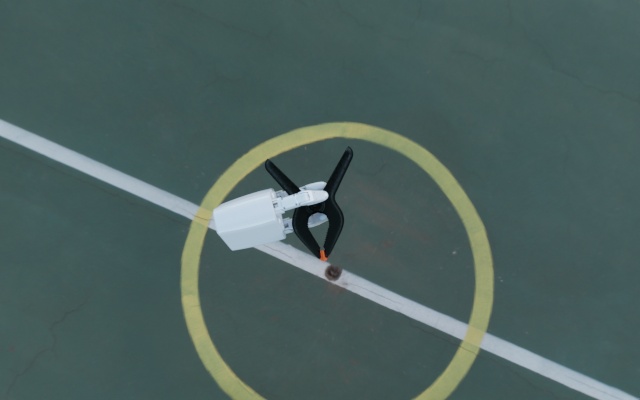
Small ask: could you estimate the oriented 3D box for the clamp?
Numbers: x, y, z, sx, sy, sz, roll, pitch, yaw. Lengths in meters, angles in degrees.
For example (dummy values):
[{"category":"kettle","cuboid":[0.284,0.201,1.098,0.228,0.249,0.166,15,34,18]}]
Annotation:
[{"category":"clamp","cuboid":[0.000,0.003,0.870,0.164,0.210,0.036,-16,-10,1]}]
